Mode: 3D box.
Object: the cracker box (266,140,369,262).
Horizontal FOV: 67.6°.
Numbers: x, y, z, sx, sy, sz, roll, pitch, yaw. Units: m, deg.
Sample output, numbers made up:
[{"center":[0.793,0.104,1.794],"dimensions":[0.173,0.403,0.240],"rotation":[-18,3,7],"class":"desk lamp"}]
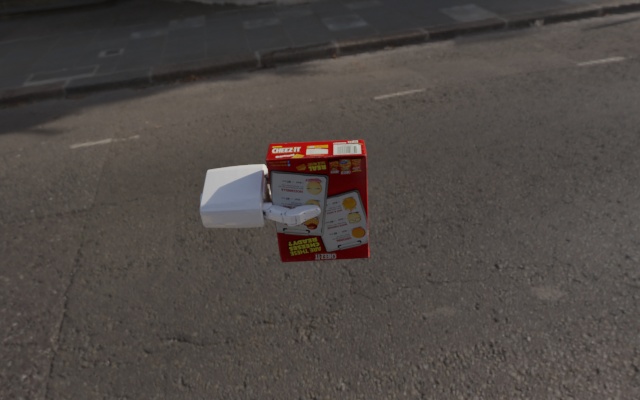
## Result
[{"center":[0.000,0.003,0.839],"dimensions":[0.164,0.214,0.072],"rotation":[-3,33,3],"class":"cracker box"}]
